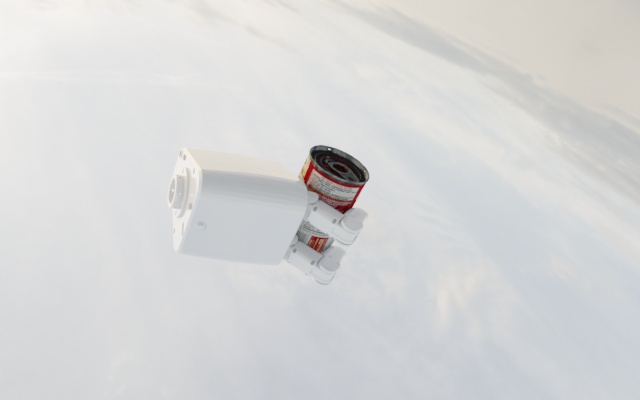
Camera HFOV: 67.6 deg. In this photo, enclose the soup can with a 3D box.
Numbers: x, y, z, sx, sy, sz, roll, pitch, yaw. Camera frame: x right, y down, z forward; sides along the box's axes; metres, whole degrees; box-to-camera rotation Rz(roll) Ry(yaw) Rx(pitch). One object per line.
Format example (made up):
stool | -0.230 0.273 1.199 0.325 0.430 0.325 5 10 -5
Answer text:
soup can | 0.000 0.002 0.513 0.068 0.102 0.068 20 29 -12
